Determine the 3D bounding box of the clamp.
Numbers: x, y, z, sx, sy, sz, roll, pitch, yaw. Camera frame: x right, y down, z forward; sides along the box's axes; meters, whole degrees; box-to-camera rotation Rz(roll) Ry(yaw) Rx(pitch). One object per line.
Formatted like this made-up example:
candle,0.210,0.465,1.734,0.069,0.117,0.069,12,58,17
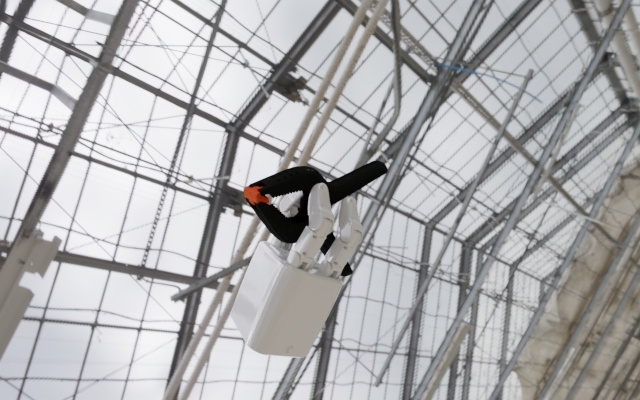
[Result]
clamp,-0.001,0.002,0.592,0.210,0.164,0.036,23,-1,-45
